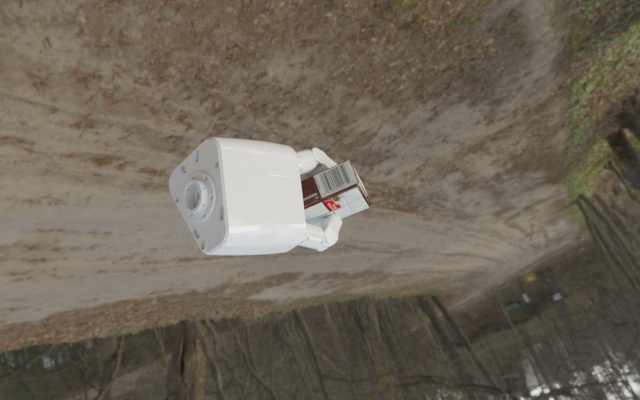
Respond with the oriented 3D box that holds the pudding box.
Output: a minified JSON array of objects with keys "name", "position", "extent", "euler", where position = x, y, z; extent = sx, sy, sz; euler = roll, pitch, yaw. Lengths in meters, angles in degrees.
[{"name":"pudding box","position":[0.000,0.002,0.594],"extent":[0.113,0.039,0.090],"euler":[-22,-21,8]}]
